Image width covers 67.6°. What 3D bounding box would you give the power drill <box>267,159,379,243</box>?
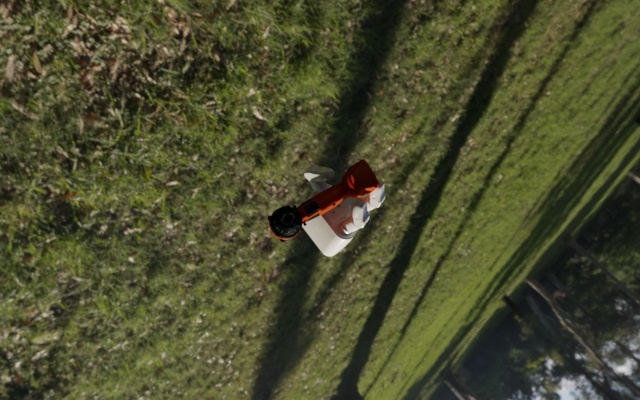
[{"bbox_3d":[0.001,0.002,0.781,0.187,0.057,0.184,-29,-1,-10],"label":"power drill"}]
